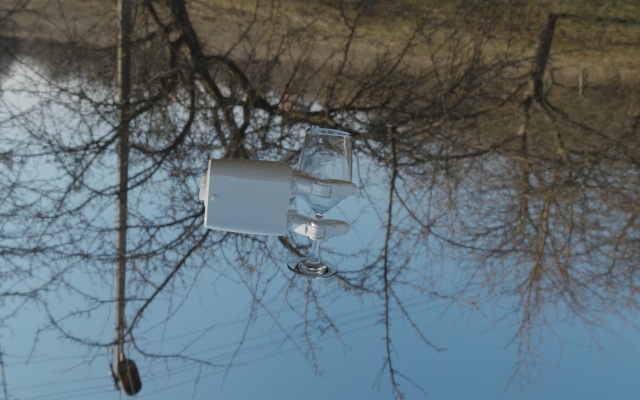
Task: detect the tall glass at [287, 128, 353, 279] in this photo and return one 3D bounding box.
[{"bbox_3d":[0.000,0.003,0.669,0.079,0.201,0.079,7,14,-2],"label":"tall glass"}]
